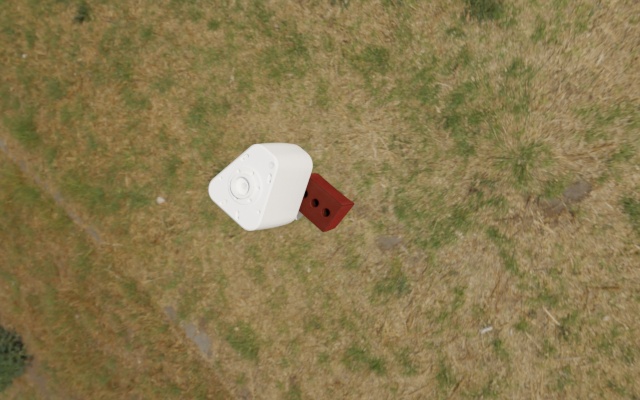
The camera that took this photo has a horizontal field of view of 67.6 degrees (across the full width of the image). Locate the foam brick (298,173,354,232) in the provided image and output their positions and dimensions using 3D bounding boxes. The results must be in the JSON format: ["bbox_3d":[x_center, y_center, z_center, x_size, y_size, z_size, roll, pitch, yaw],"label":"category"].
[{"bbox_3d":[0.000,0.002,0.717,0.078,0.053,0.051,40,17,14],"label":"foam brick"}]
